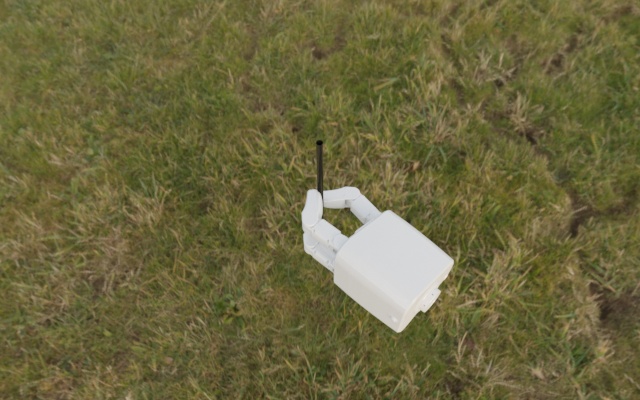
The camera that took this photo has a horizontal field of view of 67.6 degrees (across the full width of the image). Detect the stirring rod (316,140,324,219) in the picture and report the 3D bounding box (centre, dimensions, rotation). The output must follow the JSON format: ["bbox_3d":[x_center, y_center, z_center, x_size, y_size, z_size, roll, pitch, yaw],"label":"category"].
[{"bbox_3d":[0.000,0.002,0.638,0.011,0.011,0.240,0,-34,1],"label":"stirring rod"}]
